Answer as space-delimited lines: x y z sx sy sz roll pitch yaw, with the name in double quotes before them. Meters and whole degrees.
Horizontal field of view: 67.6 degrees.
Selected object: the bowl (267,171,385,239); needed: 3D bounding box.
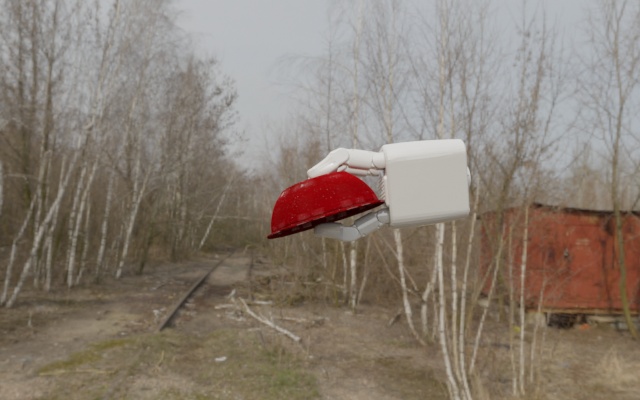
"bowl" -0.001 0.002 0.628 0.162 0.055 0.162 -18 -6 -2
